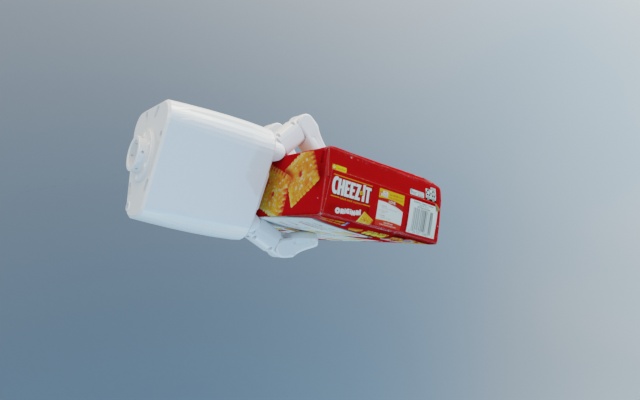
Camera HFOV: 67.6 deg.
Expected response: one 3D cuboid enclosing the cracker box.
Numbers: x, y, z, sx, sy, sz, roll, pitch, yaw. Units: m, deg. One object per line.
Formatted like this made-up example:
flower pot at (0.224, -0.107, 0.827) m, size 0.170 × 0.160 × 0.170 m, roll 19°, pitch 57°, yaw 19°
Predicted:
cracker box at (0.000, 0.002, 0.538) m, size 0.164 × 0.072 × 0.213 m, roll 15°, pitch -11°, yaw -37°
